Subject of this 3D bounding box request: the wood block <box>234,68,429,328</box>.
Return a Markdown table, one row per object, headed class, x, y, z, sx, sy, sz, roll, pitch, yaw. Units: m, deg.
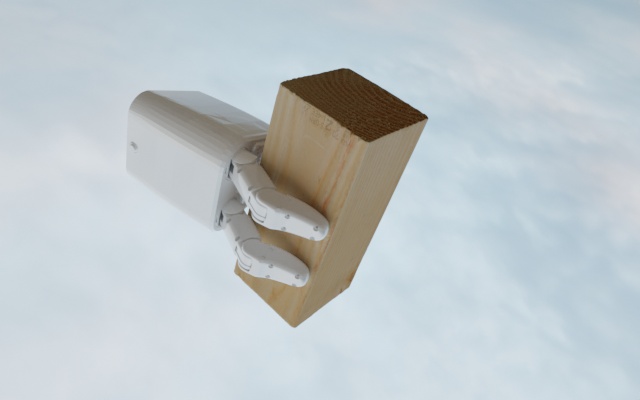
| class | x | y | z | sx | sy | sz | roll | pitch | yaw |
| --- | --- | --- | --- | --- | --- | --- | --- | --- | --- |
| wood block | 0.000 | 0.001 | 0.425 | 0.090 | 0.206 | 0.091 | 38 | 40 | 22 |
